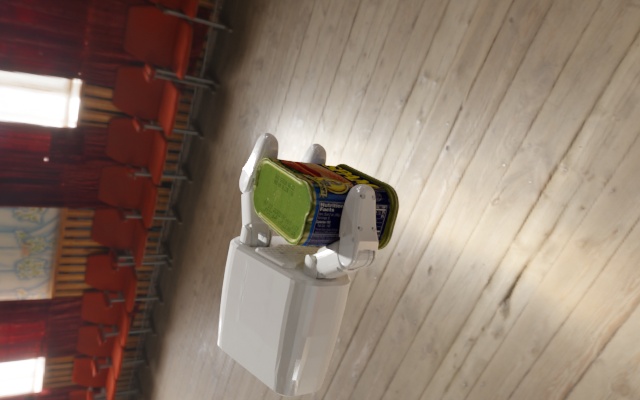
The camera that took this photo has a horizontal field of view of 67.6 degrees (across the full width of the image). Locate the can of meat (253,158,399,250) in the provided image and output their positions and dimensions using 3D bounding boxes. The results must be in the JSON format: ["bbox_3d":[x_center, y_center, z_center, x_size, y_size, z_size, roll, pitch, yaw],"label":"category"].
[{"bbox_3d":[0.000,0.001,0.403,0.084,0.057,0.102,4,17,-33],"label":"can of meat"}]
